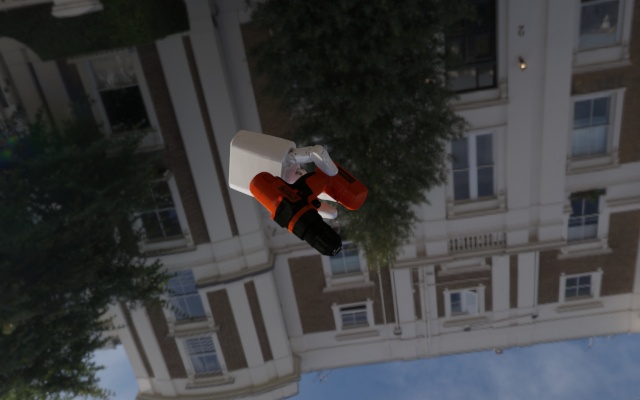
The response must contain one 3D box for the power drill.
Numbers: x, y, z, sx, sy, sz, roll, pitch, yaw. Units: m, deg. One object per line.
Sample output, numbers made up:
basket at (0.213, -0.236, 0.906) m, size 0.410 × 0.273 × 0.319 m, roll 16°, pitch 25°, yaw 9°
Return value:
power drill at (0.000, 0.002, 0.798) m, size 0.184 × 0.057 × 0.187 m, roll 41°, pitch 34°, yaw 18°
